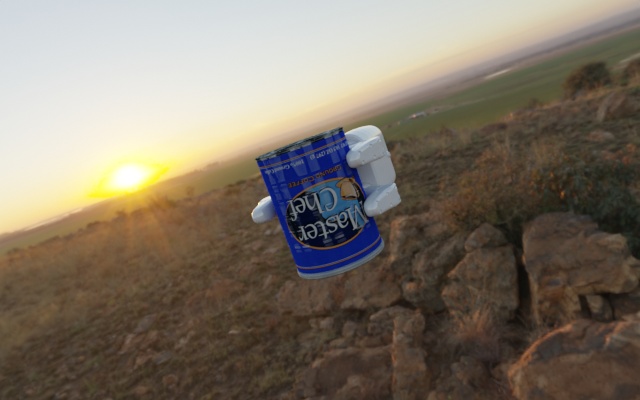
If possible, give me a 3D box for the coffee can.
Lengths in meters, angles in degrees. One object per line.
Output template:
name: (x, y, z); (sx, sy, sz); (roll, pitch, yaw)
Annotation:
coffee can: (0.000, 0.002, 0.529); (0.103, 0.140, 0.103); (-20, 10, 3)
